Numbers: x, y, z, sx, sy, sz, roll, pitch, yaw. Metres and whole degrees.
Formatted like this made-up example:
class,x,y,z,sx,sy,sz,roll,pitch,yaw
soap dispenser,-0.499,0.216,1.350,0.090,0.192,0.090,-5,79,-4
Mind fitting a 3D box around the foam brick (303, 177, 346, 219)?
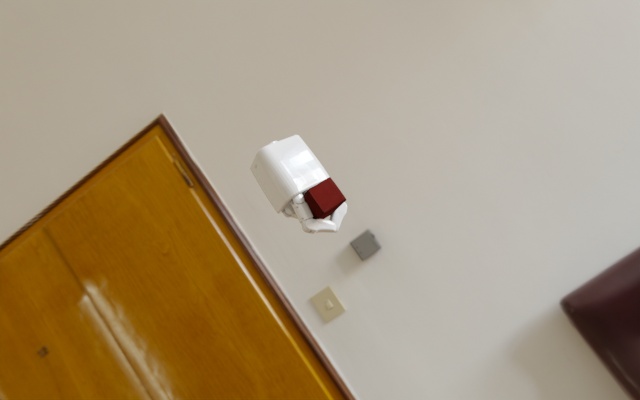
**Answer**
class,x,y,z,sx,sy,sz,roll,pitch,yaw
foam brick,0.000,0.003,0.850,0.053,0.051,0.078,-30,-8,-27
